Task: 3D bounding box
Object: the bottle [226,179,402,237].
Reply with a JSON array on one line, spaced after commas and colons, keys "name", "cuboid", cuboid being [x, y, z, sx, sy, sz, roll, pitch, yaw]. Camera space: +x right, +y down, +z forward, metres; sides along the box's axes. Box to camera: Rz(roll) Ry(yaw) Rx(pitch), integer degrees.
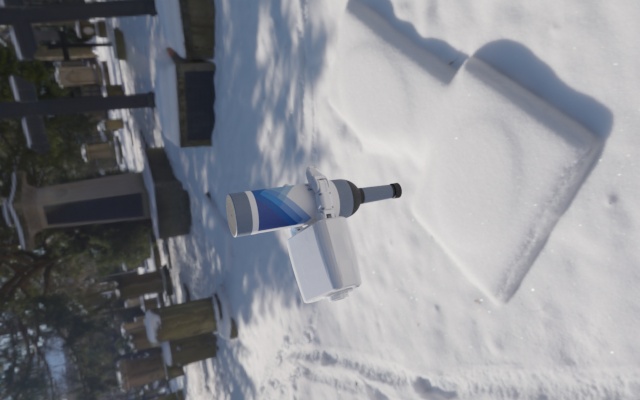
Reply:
[{"name": "bottle", "cuboid": [0.000, 0.002, 0.775, 0.295, 0.069, 0.069, -9, 3, -22]}]
